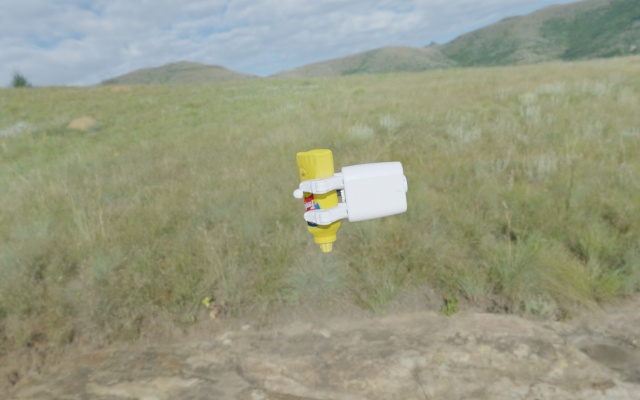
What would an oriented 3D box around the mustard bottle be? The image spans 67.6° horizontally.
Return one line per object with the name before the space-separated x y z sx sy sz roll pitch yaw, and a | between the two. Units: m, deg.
mustard bottle | 0.000 0.003 0.892 0.058 0.191 0.096 -13 11 -24
